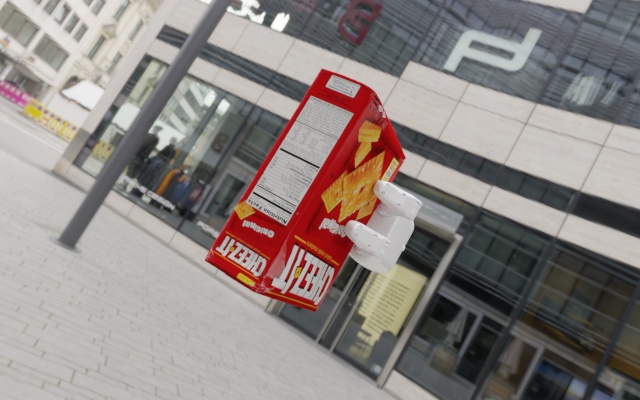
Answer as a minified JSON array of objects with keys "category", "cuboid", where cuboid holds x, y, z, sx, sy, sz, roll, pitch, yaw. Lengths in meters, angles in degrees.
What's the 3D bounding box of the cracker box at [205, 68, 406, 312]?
[{"category":"cracker box","cuboid":[0.000,0.001,0.498,0.072,0.213,0.164,27,-7,26]}]
